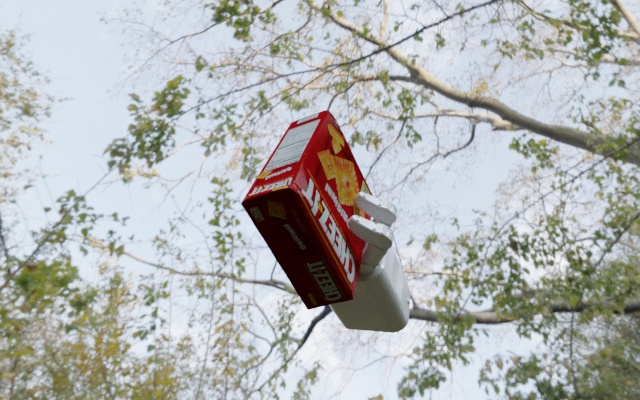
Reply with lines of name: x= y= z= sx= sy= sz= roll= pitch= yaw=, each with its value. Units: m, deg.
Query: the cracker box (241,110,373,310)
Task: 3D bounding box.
cracker box: x=0.000 y=0.002 z=0.610 sx=0.072 sy=0.164 sz=0.213 roll=-17 pitch=27 yaw=23
